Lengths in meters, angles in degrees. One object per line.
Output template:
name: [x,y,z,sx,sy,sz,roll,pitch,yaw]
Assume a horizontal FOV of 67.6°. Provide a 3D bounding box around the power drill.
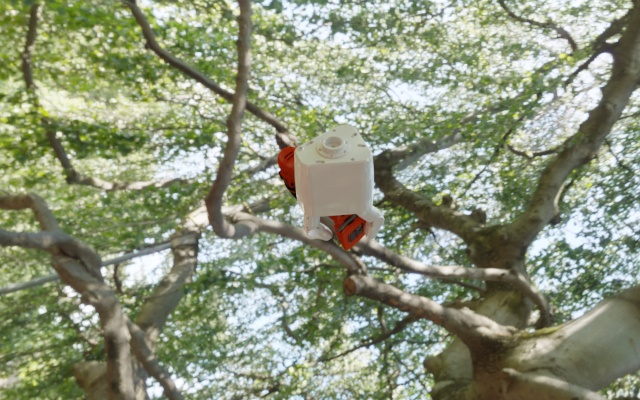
power drill: [0.000,0.003,0.859,0.187,0.057,0.184,44,-9,18]
